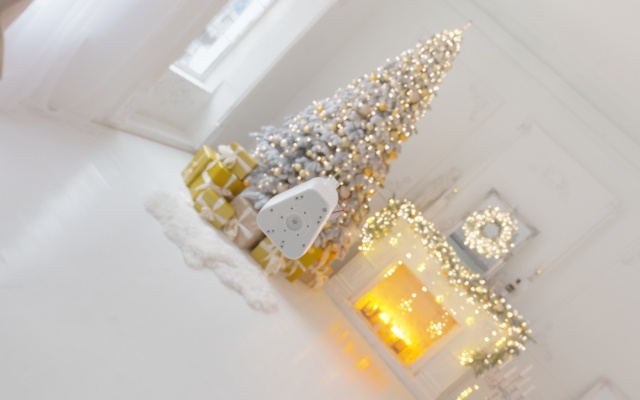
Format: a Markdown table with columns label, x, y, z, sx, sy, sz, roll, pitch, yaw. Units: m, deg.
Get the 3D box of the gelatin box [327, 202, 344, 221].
| label | x | y | z | sx | sy | sz | roll | pitch | yaw |
| --- | --- | --- | --- | --- | --- | --- | --- | --- | --- |
| gelatin box | 0.001 | 0.003 | 0.888 | 0.030 | 0.073 | 0.089 | -44 | -11 | 15 |
